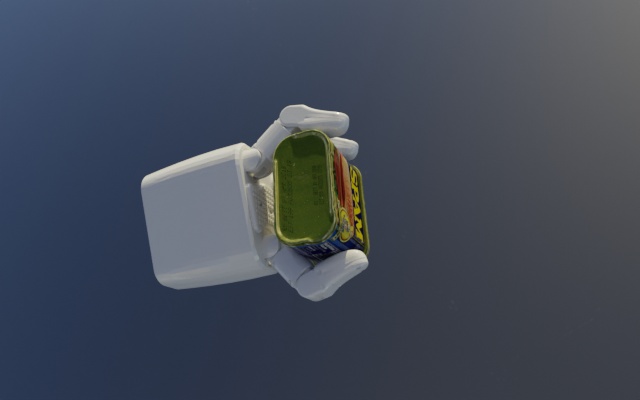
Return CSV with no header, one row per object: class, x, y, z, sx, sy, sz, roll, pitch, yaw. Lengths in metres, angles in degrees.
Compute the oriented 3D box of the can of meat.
can of meat,0.000,0.001,0.409,0.057,0.102,0.084,-12,-23,18
